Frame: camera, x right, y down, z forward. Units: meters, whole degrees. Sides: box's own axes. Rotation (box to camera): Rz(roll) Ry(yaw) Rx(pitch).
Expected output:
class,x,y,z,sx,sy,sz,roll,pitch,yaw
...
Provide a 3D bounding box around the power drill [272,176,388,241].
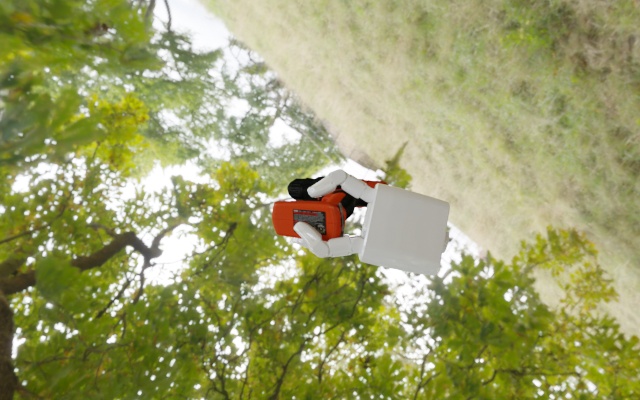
class,x,y,z,sx,sy,sz,roll,pitch,yaw
power drill,0.000,0.003,0.753,0.184,0.057,0.187,2,18,24
